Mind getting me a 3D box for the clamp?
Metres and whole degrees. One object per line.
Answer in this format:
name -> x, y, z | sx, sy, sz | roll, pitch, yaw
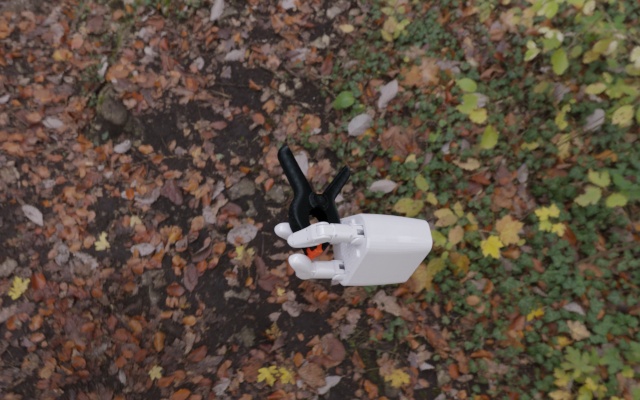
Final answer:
clamp -> 0.000, 0.002, 0.693 | 0.120, 0.171, 0.039 | 4, -27, -24
